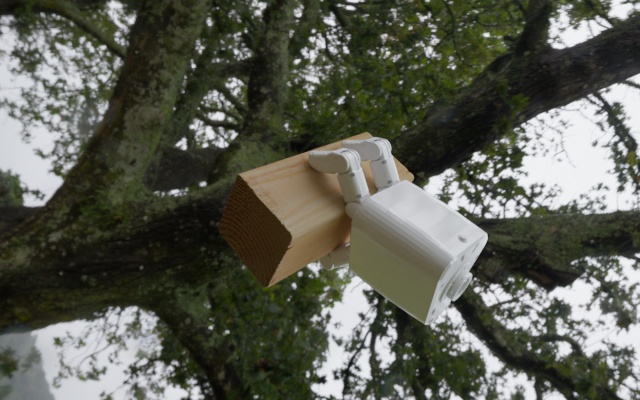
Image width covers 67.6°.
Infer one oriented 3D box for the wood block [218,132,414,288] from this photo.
[{"bbox_3d":[0.000,0.002,0.544,0.206,0.090,0.091,-24,-28,-43],"label":"wood block"}]
